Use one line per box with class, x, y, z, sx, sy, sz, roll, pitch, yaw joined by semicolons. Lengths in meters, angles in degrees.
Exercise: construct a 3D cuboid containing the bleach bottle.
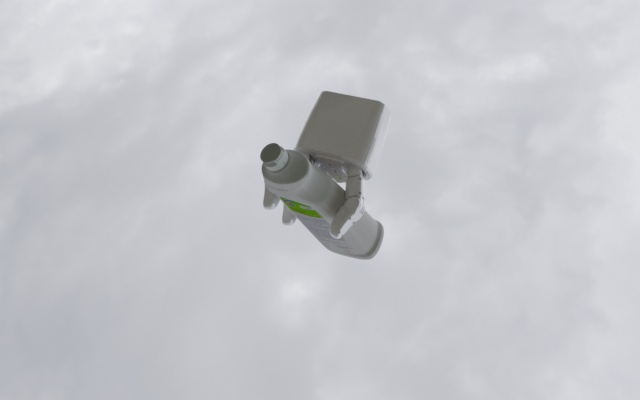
bleach bottle;0.000;0.002;0.660;0.102;0.068;0.251;8;-23;32
